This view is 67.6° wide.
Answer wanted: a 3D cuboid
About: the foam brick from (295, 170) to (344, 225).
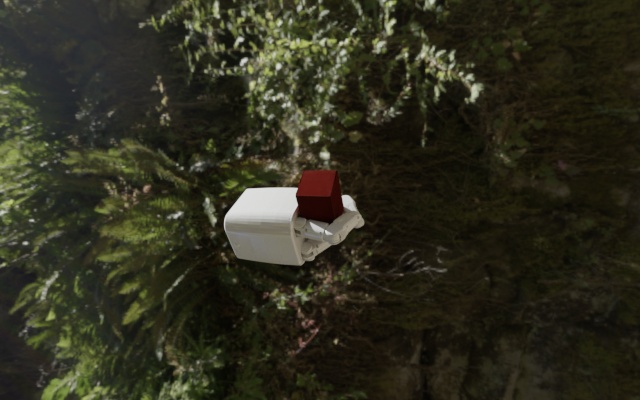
[{"bbox_3d":[0.000,0.002,0.677,0.051,0.053,0.078,3,-44,14],"label":"foam brick"}]
